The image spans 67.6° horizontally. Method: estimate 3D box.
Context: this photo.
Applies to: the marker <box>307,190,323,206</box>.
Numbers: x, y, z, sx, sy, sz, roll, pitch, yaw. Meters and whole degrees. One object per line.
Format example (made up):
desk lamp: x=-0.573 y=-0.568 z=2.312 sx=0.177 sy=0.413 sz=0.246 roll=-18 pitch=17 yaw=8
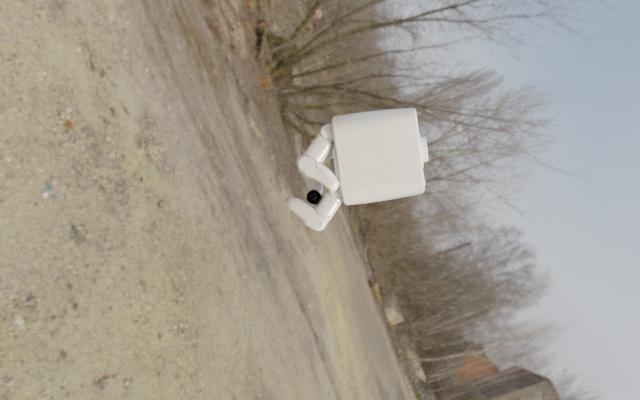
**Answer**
marker: x=0.000 y=0.002 z=0.669 sx=0.020 sy=0.020 sz=0.121 roll=0 pitch=-7 yaw=10
